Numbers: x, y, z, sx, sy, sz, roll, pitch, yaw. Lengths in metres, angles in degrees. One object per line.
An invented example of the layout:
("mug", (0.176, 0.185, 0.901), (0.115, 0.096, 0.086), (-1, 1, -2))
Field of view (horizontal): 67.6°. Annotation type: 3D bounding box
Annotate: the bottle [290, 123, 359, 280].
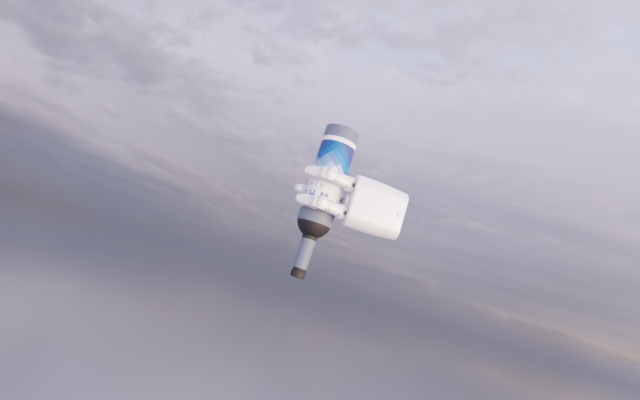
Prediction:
("bottle", (0.000, 0.003, 0.900), (0.069, 0.295, 0.069), (17, -10, 3))
